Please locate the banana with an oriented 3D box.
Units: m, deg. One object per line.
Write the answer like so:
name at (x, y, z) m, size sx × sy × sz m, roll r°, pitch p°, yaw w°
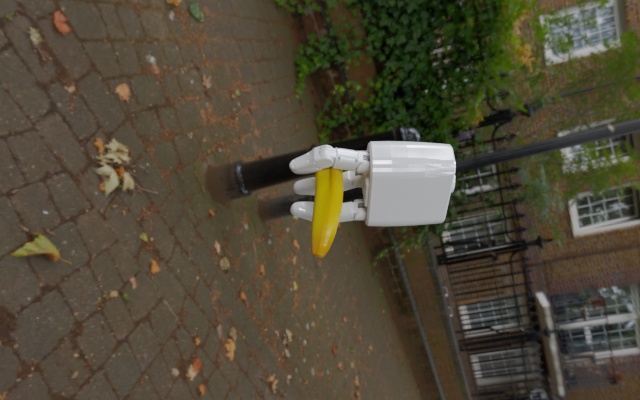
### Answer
banana at (0.006, -0.014, 0.616) m, size 0.037 × 0.070 × 0.197 m, roll 13°, pitch 35°, yaw -14°
